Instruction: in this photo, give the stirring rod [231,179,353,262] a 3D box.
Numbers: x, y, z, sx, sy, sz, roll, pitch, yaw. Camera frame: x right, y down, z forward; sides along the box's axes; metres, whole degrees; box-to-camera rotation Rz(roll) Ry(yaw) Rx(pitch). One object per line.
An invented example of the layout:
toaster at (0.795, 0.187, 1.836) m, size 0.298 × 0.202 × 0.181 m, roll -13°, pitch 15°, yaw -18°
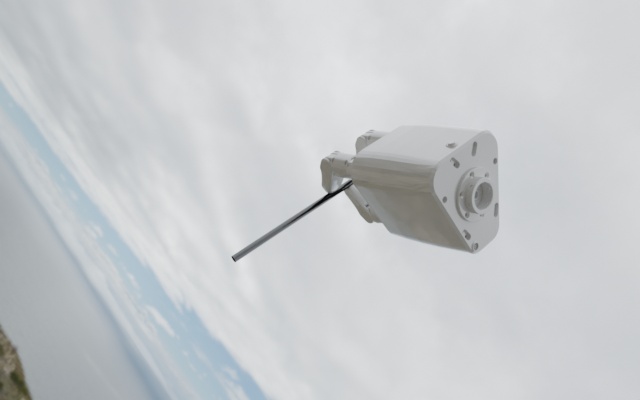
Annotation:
stirring rod at (0.000, 0.002, 0.549) m, size 0.239 × 0.011 × 0.011 m, roll -33°, pitch 16°, yaw -25°
